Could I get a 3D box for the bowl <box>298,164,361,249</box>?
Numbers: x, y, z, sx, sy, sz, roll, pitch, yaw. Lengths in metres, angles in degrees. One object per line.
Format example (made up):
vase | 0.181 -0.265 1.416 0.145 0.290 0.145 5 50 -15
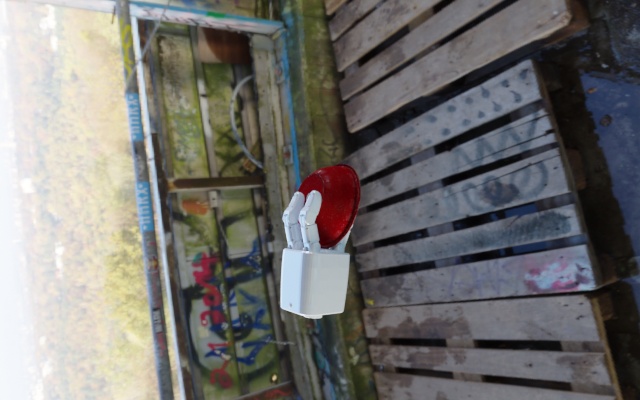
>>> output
bowl | 0.000 0.001 0.859 0.055 0.162 0.162 19 -10 -32
